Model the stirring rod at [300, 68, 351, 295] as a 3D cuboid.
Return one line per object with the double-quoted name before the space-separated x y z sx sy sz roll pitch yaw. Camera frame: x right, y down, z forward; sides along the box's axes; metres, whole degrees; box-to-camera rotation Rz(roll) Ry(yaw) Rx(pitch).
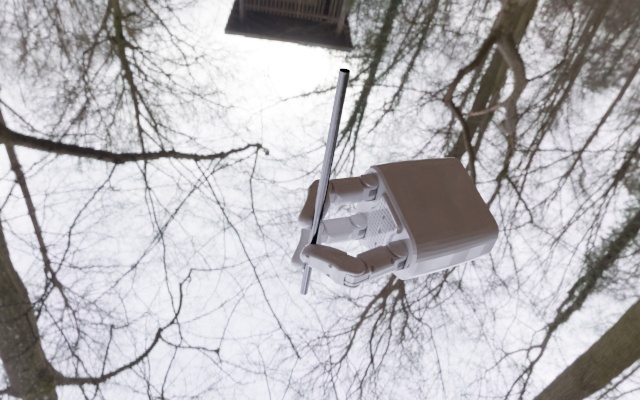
"stirring rod" 0.000 0.001 0.407 0.011 0.240 0.011 6 40 -5
